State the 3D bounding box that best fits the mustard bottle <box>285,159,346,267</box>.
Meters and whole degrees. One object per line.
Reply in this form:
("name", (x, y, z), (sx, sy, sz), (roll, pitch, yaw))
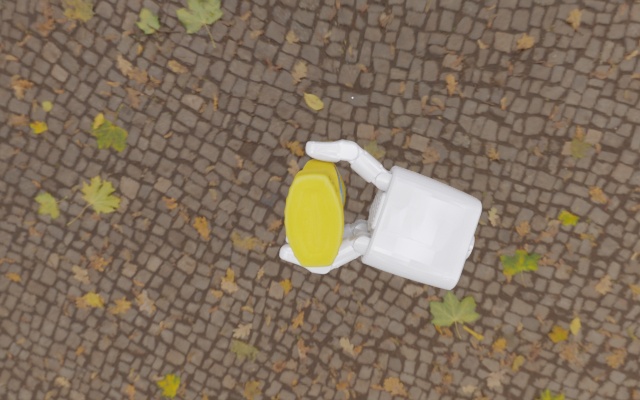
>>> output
("mustard bottle", (0.000, 0.002, 0.549), (0.058, 0.096, 0.191), (-4, 12, 5))
